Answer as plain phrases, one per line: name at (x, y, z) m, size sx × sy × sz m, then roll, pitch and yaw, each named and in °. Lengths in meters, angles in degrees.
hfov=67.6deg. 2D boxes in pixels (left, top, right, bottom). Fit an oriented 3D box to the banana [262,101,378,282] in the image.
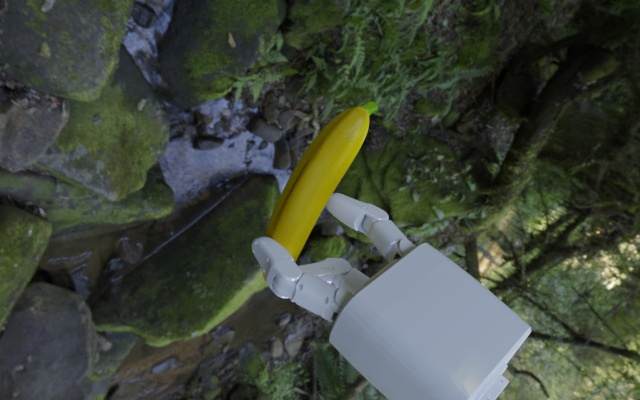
banana at (-0.006, -0.004, 0.419) m, size 0.037 × 0.198 × 0.069 m, roll 36°, pitch 9°, yaw 26°
